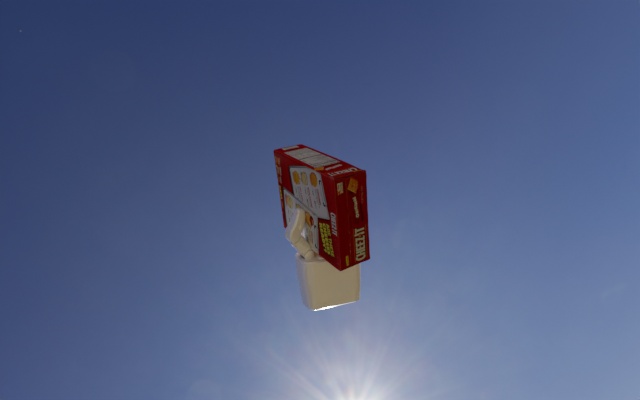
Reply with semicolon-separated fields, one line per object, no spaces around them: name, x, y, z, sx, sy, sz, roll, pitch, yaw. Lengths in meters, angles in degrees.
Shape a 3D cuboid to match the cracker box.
cracker box;0.000;0.003;0.843;0.072;0.164;0.213;-17;25;-26
